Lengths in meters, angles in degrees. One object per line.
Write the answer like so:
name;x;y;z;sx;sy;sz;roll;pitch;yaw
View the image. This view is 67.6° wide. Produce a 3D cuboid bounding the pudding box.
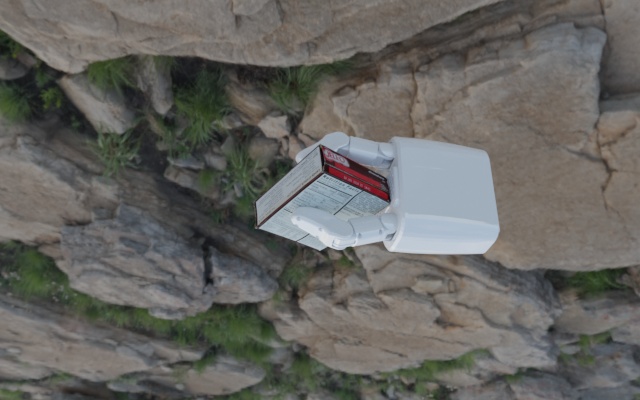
pudding box;0.000;0.002;0.483;0.090;0.039;0.113;24;-47;-33
